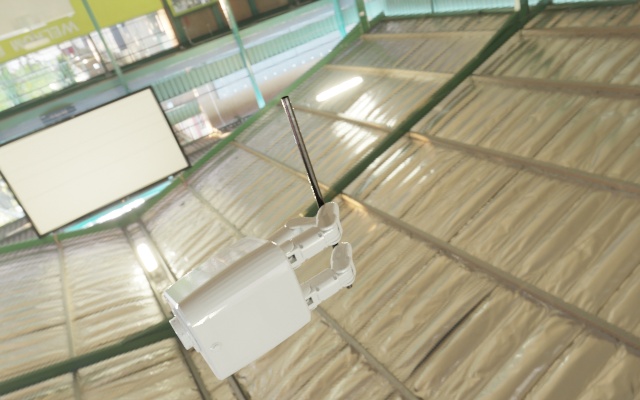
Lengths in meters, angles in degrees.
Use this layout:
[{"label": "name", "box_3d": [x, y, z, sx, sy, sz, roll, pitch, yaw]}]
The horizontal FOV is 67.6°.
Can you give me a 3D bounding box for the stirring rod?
[{"label": "stirring rod", "box_3d": [0.000, 0.002, 0.516, 0.011, 0.240, 0.011, -15, 28, 8]}]
